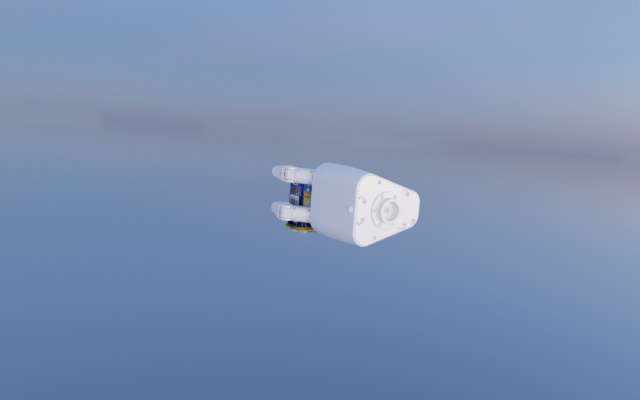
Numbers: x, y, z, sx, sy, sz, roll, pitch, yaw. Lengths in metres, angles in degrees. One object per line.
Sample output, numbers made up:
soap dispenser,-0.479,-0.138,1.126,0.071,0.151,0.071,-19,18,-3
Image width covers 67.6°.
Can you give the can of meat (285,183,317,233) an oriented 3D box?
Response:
can of meat,0.000,0.002,0.737,0.102,0.084,0.057,0,9,-27
